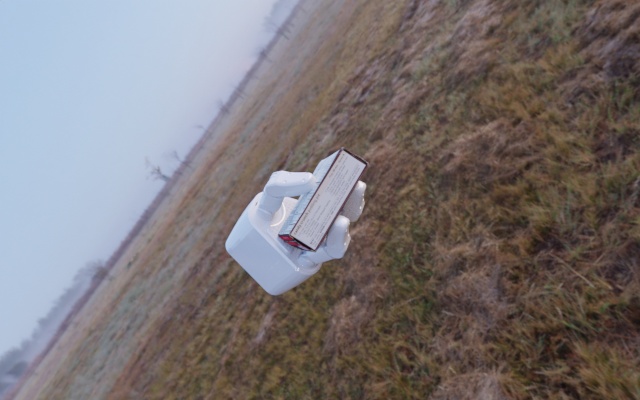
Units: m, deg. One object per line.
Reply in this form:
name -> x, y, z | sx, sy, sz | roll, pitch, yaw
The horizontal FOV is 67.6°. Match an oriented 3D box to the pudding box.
pudding box -> 0.000, 0.002, 0.531 | 0.039, 0.113, 0.090 | 31, -9, -10
